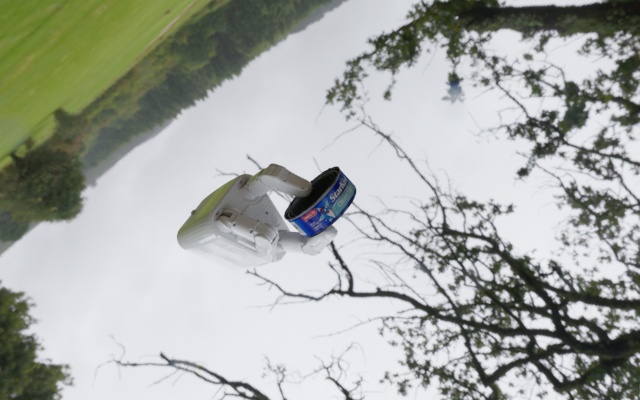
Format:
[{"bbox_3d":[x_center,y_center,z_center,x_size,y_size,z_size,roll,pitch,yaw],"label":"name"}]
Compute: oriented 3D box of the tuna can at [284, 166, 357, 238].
[{"bbox_3d":[0.001,0.002,0.549,0.034,0.086,0.086,46,-16,-16],"label":"tuna can"}]
